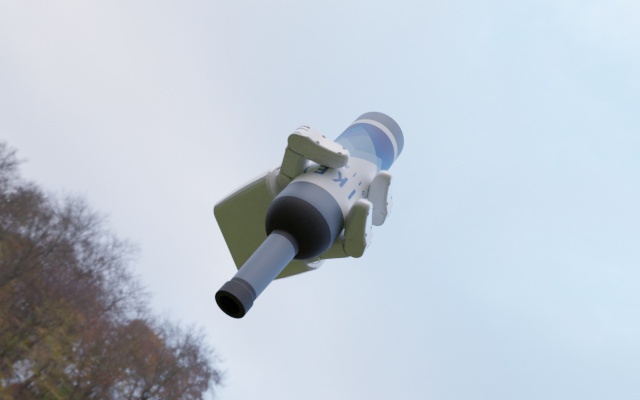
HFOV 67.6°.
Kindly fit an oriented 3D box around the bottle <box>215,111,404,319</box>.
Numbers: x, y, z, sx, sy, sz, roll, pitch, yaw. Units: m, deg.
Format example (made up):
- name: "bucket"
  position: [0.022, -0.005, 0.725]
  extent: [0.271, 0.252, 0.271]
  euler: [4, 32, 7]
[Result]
- name: "bottle"
  position: [0.000, 0.001, 0.457]
  extent: [0.069, 0.069, 0.295]
  euler: [0, 31, 32]
